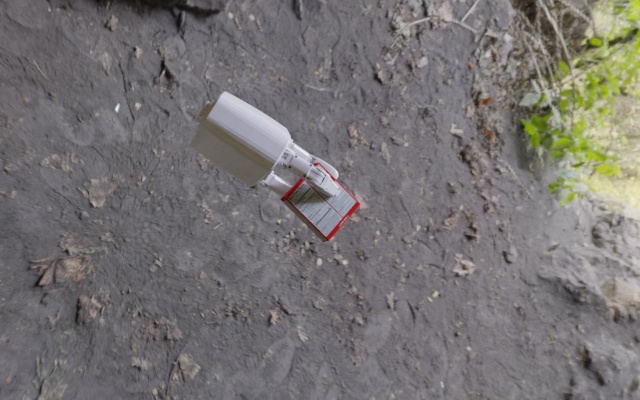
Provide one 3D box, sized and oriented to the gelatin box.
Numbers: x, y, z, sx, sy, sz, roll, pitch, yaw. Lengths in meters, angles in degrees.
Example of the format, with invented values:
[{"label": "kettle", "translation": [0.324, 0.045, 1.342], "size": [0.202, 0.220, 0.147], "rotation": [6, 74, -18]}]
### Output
[{"label": "gelatin box", "translation": [0.001, 0.002, 0.673], "size": [0.089, 0.073, 0.030], "rotation": [44, -17, -9]}]
